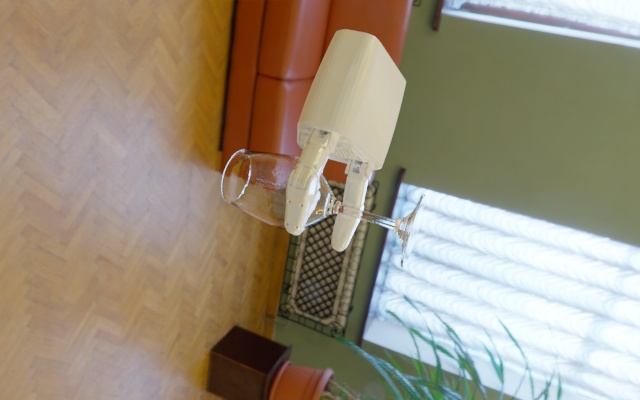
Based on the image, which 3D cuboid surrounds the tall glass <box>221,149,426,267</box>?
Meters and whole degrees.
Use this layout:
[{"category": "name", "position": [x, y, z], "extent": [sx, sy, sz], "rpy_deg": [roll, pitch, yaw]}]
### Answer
[{"category": "tall glass", "position": [0.001, 0.002, 0.492], "extent": [0.201, 0.079, 0.079], "rpy_deg": [17, 5, 17]}]
